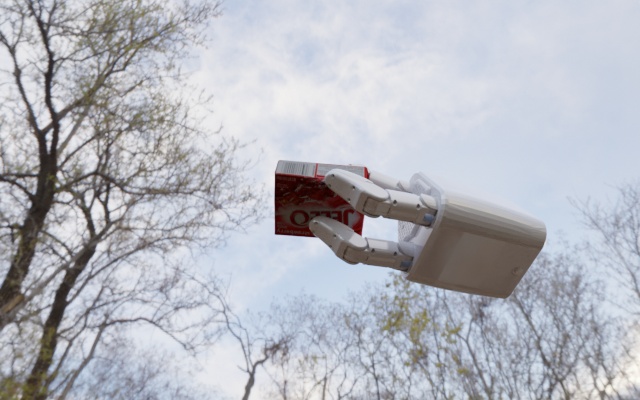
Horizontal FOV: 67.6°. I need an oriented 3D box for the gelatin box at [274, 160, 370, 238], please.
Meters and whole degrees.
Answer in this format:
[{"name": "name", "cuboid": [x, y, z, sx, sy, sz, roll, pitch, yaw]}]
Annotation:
[{"name": "gelatin box", "cuboid": [0.000, 0.001, 0.465, 0.089, 0.073, 0.030, 5, 35, 2]}]
